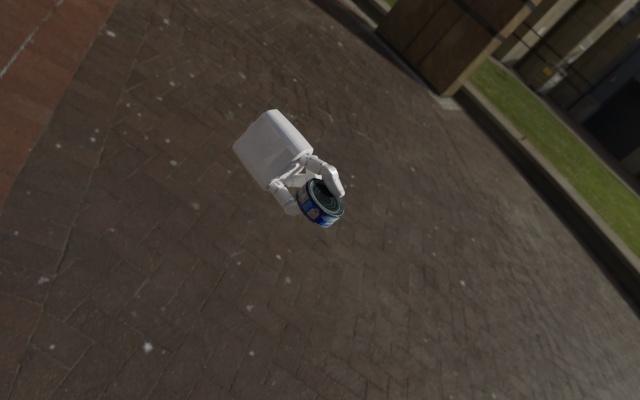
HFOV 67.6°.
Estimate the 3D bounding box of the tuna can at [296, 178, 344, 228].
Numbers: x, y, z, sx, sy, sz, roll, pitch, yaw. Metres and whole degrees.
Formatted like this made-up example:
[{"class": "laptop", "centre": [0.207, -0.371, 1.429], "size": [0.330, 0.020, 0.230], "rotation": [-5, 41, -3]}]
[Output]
[{"class": "tuna can", "centre": [0.001, 0.002, 0.833], "size": [0.034, 0.086, 0.086], "rotation": [-42, -24, 30]}]
